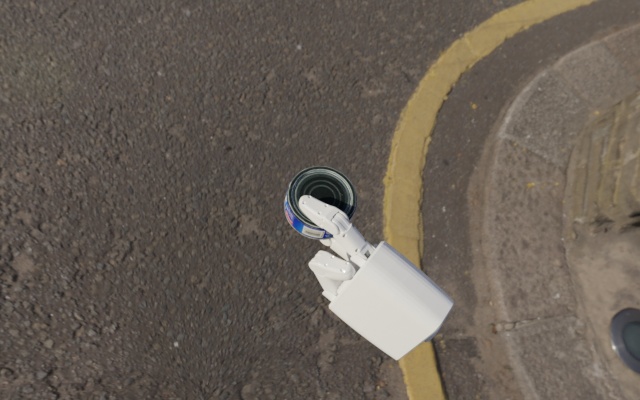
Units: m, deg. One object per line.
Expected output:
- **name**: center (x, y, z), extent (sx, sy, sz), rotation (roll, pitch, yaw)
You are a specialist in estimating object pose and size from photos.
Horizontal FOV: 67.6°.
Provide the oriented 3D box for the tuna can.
- **tuna can**: center (0.000, 0.002, 0.575), extent (0.086, 0.086, 0.034), rotation (0, -26, -9)
